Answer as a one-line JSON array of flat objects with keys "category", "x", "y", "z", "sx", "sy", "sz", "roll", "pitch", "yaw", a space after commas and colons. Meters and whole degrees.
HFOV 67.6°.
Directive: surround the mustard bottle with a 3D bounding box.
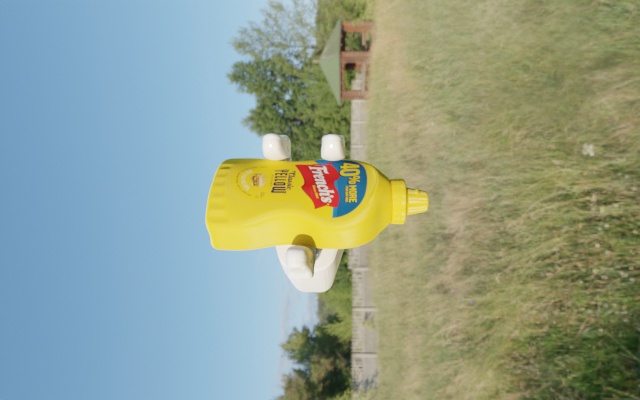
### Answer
[{"category": "mustard bottle", "x": 0.000, "y": 0.001, "z": 0.433, "sx": 0.191, "sy": 0.058, "sz": 0.096, "roll": 0, "pitch": 41, "yaw": 3}]
